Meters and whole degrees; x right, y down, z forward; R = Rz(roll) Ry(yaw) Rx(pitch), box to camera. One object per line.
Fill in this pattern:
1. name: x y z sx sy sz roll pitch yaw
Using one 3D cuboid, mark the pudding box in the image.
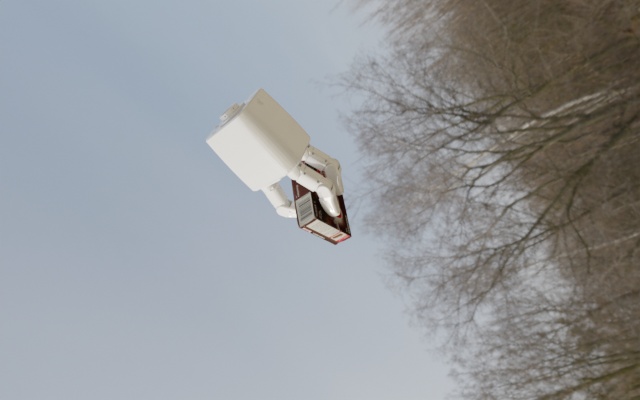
1. pudding box: 0.000 0.002 0.738 0.039 0.113 0.090 -29 -38 30
